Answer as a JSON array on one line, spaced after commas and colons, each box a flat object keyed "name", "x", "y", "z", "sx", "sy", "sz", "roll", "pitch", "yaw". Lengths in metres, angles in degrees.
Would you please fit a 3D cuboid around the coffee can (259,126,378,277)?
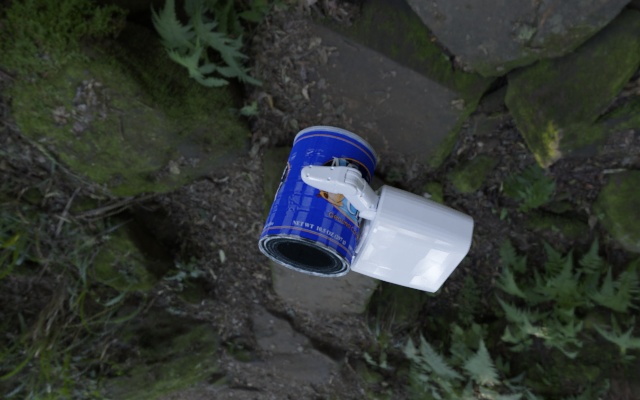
[{"name": "coffee can", "x": 0.000, "y": 0.002, "z": 0.541, "sx": 0.103, "sy": 0.140, "sz": 0.103, "roll": 14, "pitch": -26, "yaw": 7}]
